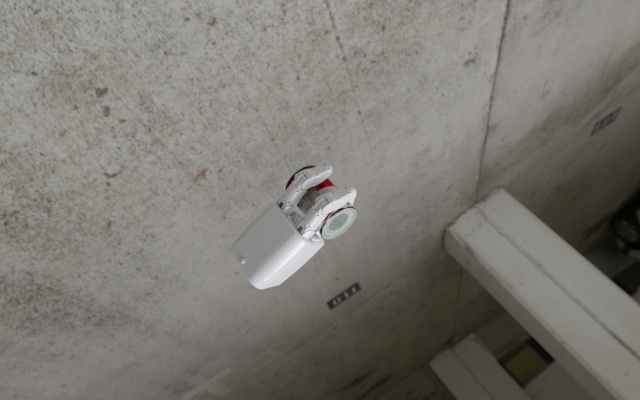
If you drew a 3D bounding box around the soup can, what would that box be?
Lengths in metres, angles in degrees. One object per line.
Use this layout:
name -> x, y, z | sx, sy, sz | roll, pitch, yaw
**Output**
soup can -> 0.001, 0.002, 0.745 | 0.068, 0.068, 0.102 | 0, 41, -47
